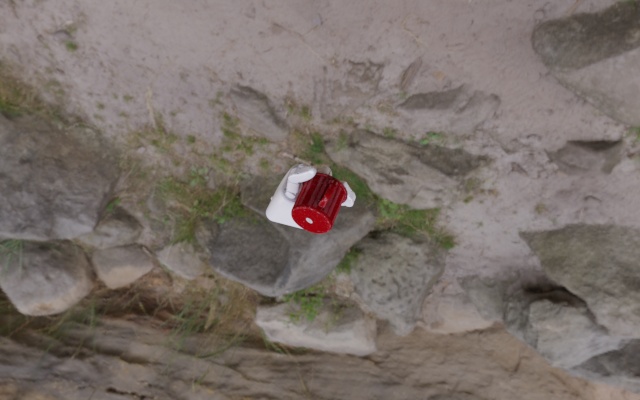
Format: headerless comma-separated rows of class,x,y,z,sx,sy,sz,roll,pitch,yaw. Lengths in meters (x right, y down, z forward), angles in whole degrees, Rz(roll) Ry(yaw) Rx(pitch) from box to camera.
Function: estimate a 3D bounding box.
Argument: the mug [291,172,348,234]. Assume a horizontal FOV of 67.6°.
mug,0.001,0.002,0.886,0.093,0.081,0.117,31,-35,-10
